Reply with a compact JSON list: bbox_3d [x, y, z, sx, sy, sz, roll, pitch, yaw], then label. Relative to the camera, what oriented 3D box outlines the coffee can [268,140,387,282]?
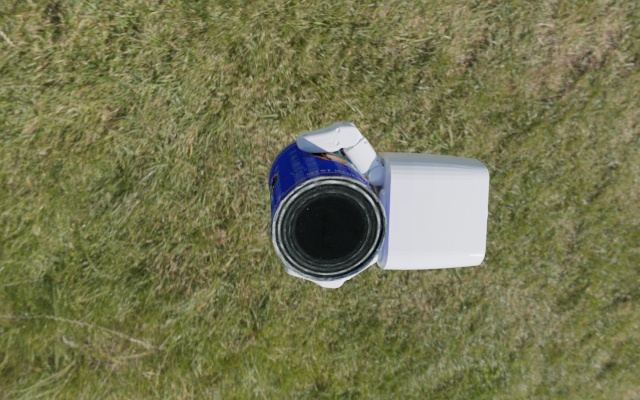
[{"bbox_3d":[0.000,0.001,0.481,0.103,0.103,0.140,0,21,-7],"label":"coffee can"}]
